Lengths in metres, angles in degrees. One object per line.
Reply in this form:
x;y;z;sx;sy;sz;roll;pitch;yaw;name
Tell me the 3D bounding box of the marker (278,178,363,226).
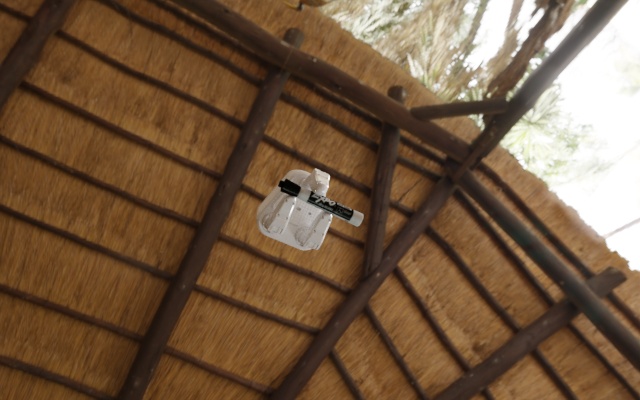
0.000;0.002;0.632;0.121;0.020;0.020;25;-5;-12;marker
